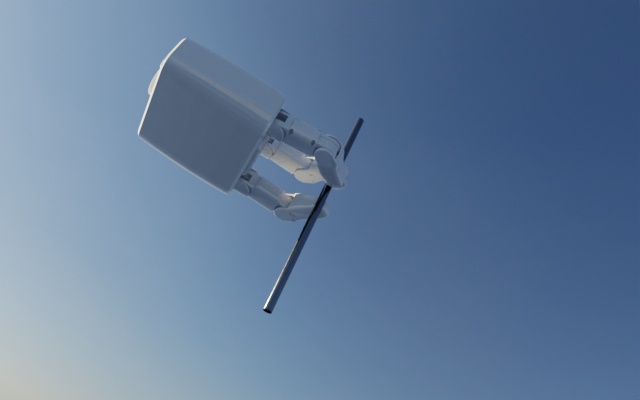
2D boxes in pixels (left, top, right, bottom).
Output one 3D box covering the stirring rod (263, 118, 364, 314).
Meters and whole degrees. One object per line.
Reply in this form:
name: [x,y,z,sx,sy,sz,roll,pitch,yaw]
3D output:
stirring rod: [0.000,0.002,0.460,0.011,0.239,0.011,17,-35,13]
